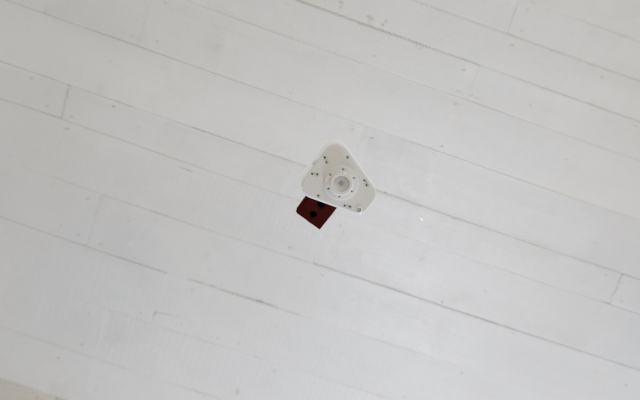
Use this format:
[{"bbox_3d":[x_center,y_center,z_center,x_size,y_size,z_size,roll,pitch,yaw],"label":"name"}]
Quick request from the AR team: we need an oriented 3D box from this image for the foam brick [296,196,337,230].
[{"bbox_3d":[0.000,0.003,0.832,0.053,0.078,0.051,37,6,-7],"label":"foam brick"}]
